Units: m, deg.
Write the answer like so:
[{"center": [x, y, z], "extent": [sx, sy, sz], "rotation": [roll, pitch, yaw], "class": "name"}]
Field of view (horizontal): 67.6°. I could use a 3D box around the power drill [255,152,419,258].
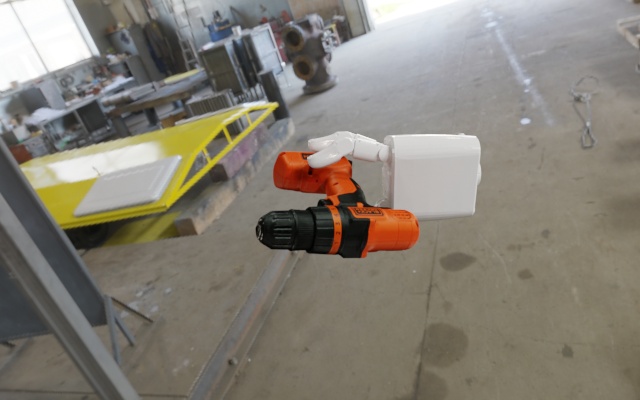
[{"center": [0.000, 0.002, 0.569], "extent": [0.184, 0.057, 0.187], "rotation": [3, 28, -22], "class": "power drill"}]
